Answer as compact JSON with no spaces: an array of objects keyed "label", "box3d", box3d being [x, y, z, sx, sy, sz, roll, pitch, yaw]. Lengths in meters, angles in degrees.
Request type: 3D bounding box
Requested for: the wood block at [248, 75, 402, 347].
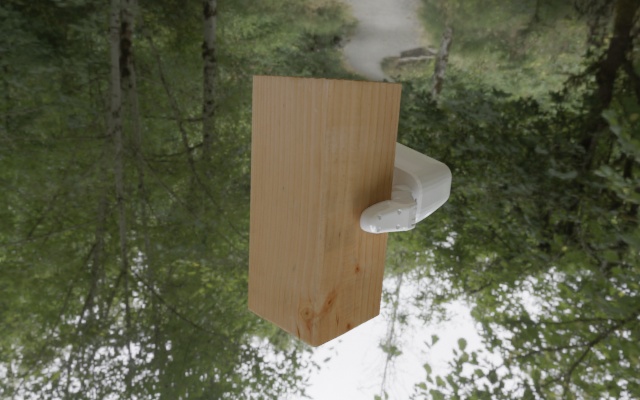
[{"label":"wood block","box3d":[0.001,0.001,0.409,0.091,0.206,0.090,15,18,41]}]
